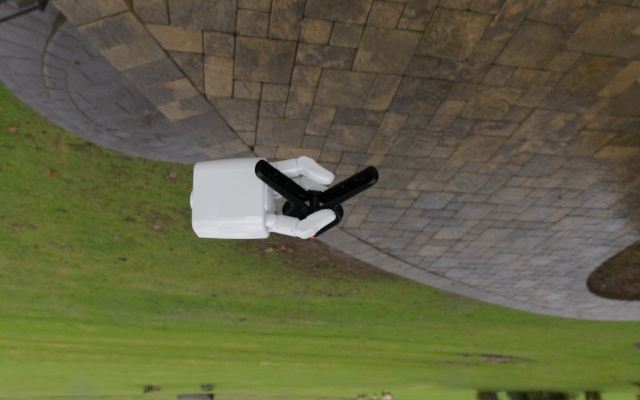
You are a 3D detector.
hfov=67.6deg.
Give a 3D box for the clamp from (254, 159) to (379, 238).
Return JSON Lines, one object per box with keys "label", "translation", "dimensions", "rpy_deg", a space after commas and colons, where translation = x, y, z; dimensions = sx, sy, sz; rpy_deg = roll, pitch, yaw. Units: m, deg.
{"label": "clamp", "translation": [0.000, 0.003, 0.709], "dimensions": [0.164, 0.036, 0.210], "rpy_deg": [1, -28, 4]}
